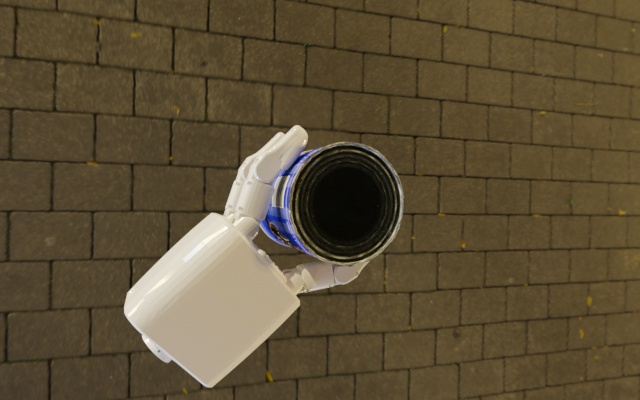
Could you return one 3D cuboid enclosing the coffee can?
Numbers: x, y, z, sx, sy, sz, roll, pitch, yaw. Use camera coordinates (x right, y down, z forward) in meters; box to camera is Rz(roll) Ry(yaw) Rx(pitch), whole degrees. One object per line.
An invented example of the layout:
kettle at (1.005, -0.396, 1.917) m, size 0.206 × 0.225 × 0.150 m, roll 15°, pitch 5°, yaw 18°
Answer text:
coffee can at (0.000, 0.001, 0.454) m, size 0.103 × 0.103 × 0.140 m, roll 0°, pitch 1°, yaw -20°
